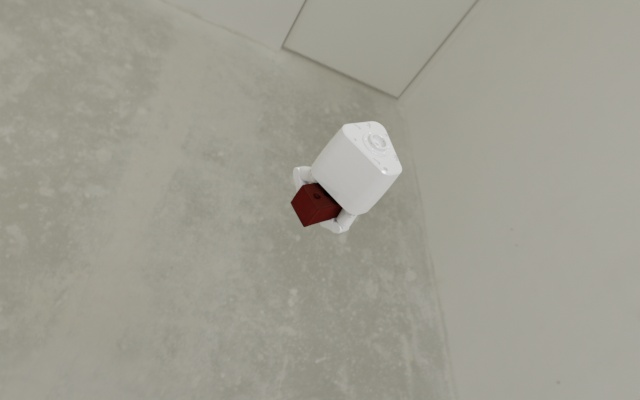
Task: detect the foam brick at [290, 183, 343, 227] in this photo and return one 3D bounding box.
[{"bbox_3d":[0.000,0.003,0.798,0.078,0.053,0.051,-14,-27,-40],"label":"foam brick"}]
